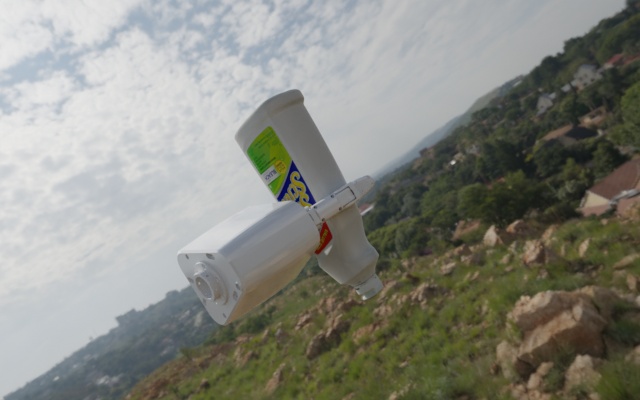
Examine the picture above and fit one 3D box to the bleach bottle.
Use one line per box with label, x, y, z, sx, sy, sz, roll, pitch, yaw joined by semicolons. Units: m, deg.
bleach bottle;0.000;0.002;0.564;0.068;0.251;0.102;-32;-1;-41
